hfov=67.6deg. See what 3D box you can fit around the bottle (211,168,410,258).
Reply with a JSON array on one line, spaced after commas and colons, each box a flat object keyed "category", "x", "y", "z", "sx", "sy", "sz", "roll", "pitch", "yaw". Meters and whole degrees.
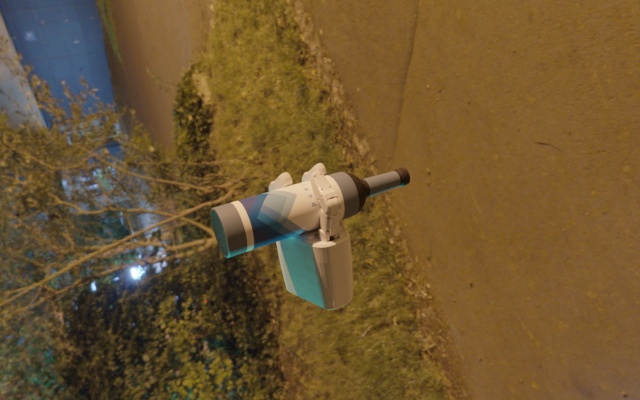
[{"category": "bottle", "x": 0.000, "y": 0.002, "z": 0.665, "sx": 0.295, "sy": 0.069, "sz": 0.069, "roll": -17, "pitch": 7, "yaw": -24}]
